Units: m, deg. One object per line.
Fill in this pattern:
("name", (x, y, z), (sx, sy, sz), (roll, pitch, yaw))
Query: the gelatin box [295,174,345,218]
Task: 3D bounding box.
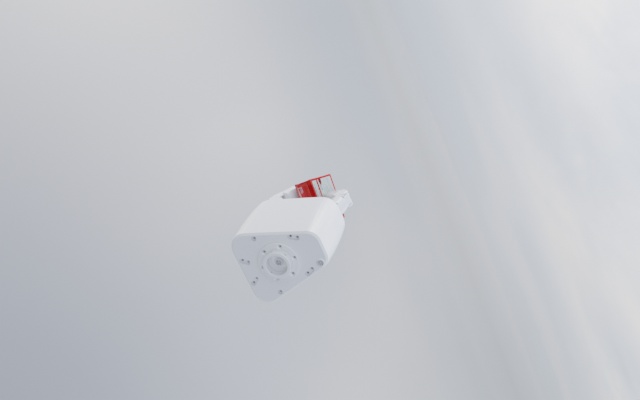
("gelatin box", (0.001, 0.002, 0.715), (0.030, 0.073, 0.089), (-19, 2, 22))
